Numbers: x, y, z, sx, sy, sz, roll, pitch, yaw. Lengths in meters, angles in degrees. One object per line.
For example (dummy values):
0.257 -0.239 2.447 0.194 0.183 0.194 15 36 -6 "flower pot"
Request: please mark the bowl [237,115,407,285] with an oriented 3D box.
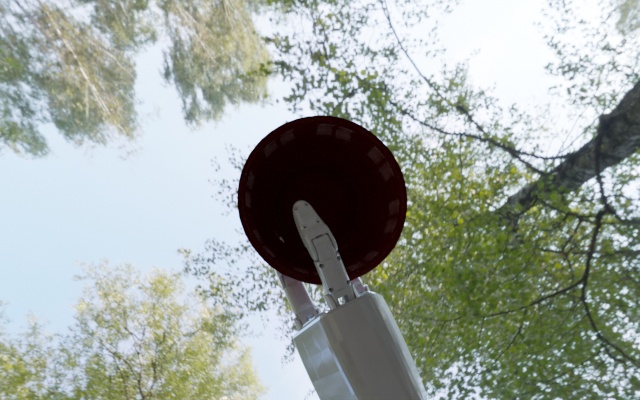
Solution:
0.000 0.000 0.471 0.162 0.162 0.055 0 -10 -9 "bowl"
